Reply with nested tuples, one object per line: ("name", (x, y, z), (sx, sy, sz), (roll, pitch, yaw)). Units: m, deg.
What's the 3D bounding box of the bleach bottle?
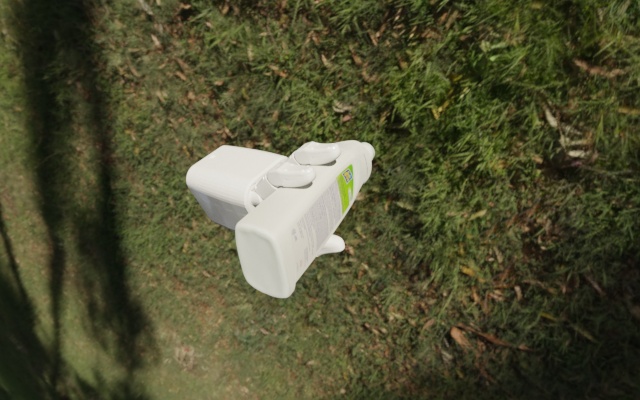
("bleach bottle", (0.000, 0.002, 0.596), (0.068, 0.103, 0.250), (15, 39, 28))
